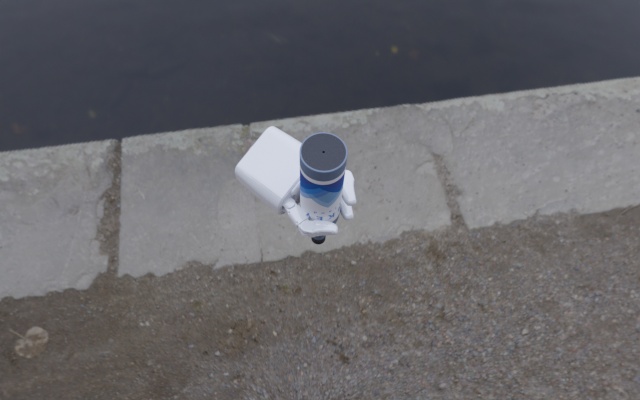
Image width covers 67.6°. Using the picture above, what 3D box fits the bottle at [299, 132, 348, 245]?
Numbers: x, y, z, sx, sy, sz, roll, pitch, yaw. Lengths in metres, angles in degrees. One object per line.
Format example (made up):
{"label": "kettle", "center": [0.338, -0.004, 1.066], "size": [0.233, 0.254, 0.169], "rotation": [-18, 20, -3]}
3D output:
{"label": "bottle", "center": [0.000, 0.003, 0.783], "size": [0.069, 0.069, 0.296], "rotation": [0, -28, -2]}
